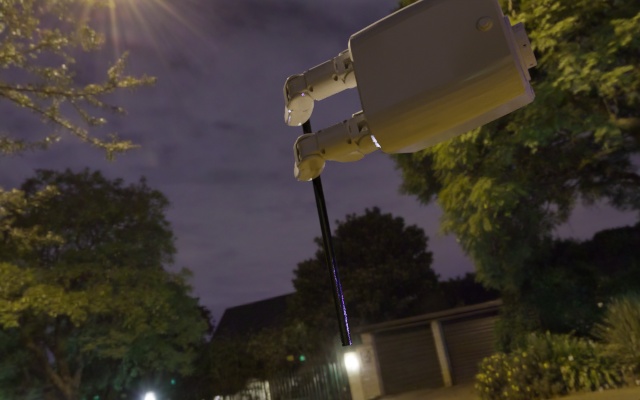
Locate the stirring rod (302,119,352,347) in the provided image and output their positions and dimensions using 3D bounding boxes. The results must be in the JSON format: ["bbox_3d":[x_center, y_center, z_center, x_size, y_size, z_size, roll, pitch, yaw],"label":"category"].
[{"bbox_3d":[0.000,0.001,0.411,0.011,0.239,0.011,-10,-18,-3],"label":"stirring rod"}]
